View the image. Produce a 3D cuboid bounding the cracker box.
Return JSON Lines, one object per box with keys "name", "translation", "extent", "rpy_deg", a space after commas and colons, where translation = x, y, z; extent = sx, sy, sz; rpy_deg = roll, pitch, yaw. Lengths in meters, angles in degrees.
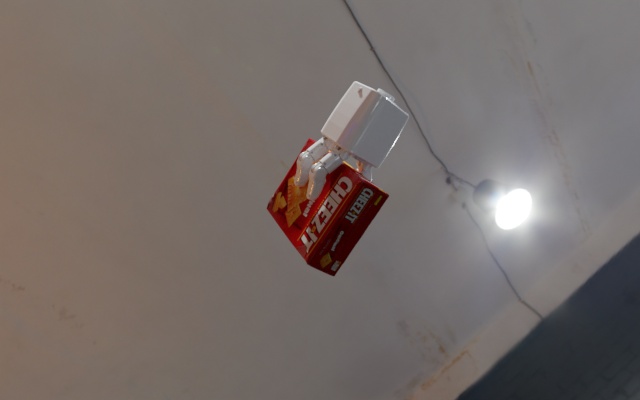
{"name": "cracker box", "translation": [0.000, 0.003, 0.839], "extent": [0.072, 0.164, 0.213], "rpy_deg": [27, 11, -33]}
